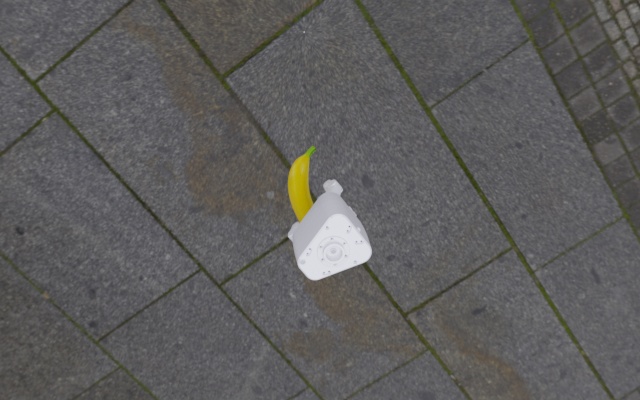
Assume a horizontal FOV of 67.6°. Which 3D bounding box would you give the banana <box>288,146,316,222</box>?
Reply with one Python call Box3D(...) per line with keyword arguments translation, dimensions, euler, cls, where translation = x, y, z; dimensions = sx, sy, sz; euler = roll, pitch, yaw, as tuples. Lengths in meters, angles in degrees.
Box3D(translation=(-0.019, 0.004, 0.875), dimensions=(0.069, 0.198, 0.037), euler=(-15, 17, -5), cls="banana")
